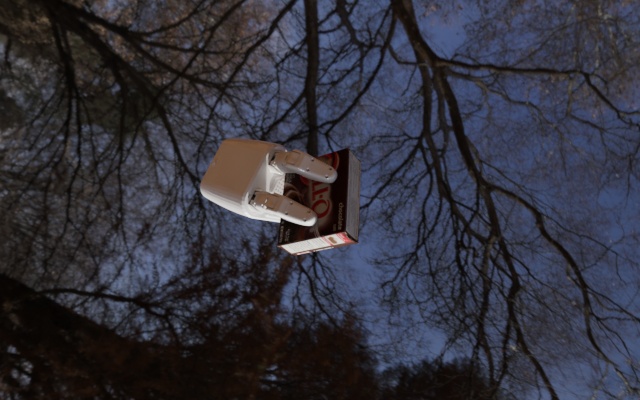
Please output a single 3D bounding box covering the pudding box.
[{"bbox_3d":[0.000,0.002,0.559,0.090,0.113,0.039,-15,-32,30],"label":"pudding box"}]
